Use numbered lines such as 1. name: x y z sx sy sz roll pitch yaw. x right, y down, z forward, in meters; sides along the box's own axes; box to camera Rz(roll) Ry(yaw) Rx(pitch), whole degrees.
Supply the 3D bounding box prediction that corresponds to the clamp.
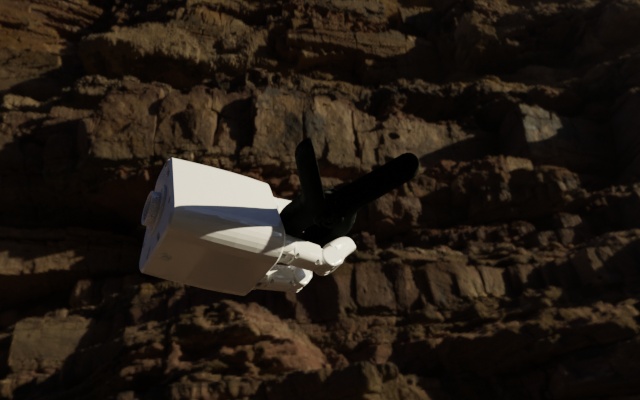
1. clamp: 0.000 0.001 0.458 0.120 0.039 0.171 17 -46 -29
